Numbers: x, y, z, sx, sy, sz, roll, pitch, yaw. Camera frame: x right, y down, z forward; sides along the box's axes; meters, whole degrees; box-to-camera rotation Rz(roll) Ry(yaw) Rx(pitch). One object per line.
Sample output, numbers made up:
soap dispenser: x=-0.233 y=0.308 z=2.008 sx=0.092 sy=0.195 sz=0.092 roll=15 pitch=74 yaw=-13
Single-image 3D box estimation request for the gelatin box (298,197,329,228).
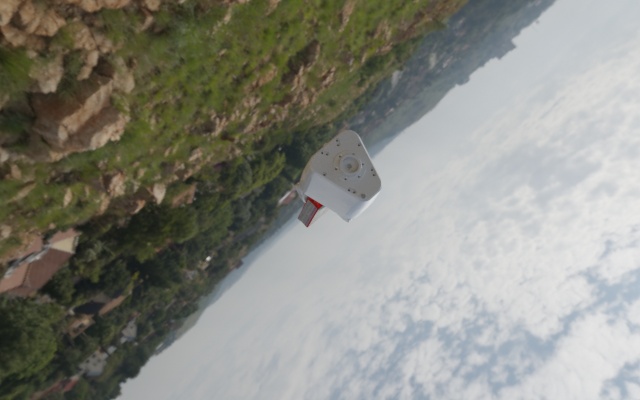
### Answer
gelatin box: x=0.000 y=0.003 z=0.877 sx=0.073 sy=0.030 sz=0.089 roll=-40 pitch=-11 yaw=-29
